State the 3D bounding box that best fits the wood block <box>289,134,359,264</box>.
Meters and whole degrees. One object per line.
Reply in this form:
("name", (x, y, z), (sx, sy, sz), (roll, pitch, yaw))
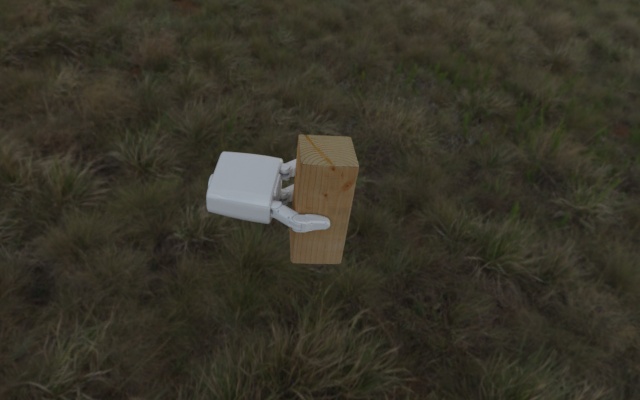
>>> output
("wood block", (0.000, 0.003, 0.805), (0.090, 0.206, 0.090), (2, 38, -7))
